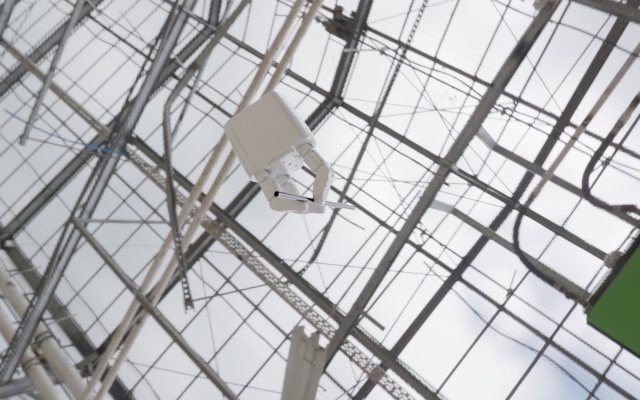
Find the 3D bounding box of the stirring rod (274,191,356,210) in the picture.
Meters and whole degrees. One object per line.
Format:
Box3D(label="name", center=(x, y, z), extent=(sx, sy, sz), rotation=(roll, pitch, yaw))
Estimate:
Box3D(label="stirring rod", center=(0.000, 0.002, 0.729), extent=(0.011, 0.011, 0.239), rotation=(0, -5, 29))
